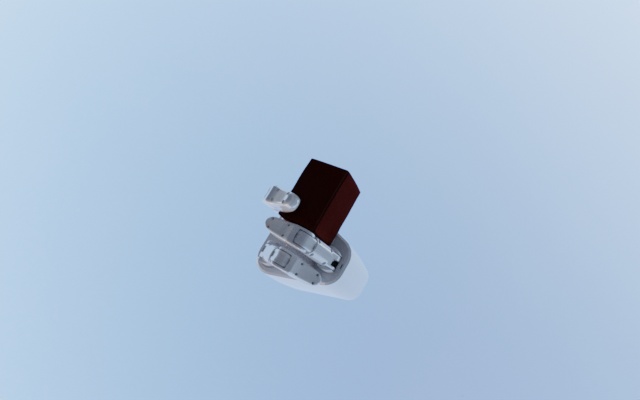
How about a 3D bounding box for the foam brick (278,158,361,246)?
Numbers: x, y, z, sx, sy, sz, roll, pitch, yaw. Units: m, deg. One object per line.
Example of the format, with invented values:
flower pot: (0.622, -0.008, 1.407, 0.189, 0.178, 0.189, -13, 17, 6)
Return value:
foam brick: (0.000, 0.002, 0.541, 0.053, 0.078, 0.051, 24, -13, 31)
